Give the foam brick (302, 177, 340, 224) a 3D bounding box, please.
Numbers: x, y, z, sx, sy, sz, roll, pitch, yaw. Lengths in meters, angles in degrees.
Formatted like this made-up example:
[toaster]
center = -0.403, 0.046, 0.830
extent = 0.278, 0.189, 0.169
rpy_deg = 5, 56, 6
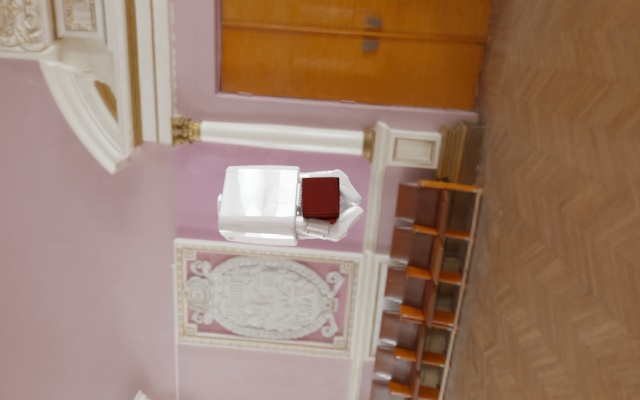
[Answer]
[foam brick]
center = 0.000, 0.002, 0.669
extent = 0.051, 0.053, 0.078
rpy_deg = 0, -14, 0
